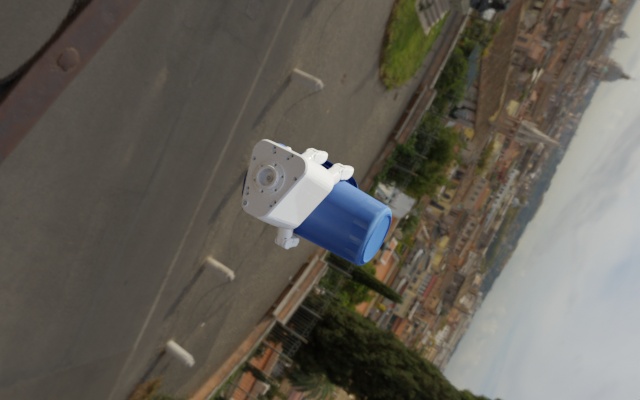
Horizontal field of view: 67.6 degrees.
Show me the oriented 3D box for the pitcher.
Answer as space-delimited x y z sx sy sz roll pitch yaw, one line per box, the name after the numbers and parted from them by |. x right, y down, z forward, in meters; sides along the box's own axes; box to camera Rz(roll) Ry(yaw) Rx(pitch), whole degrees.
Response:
0.000 0.003 0.823 0.243 0.149 0.145 28 0 22 | pitcher
